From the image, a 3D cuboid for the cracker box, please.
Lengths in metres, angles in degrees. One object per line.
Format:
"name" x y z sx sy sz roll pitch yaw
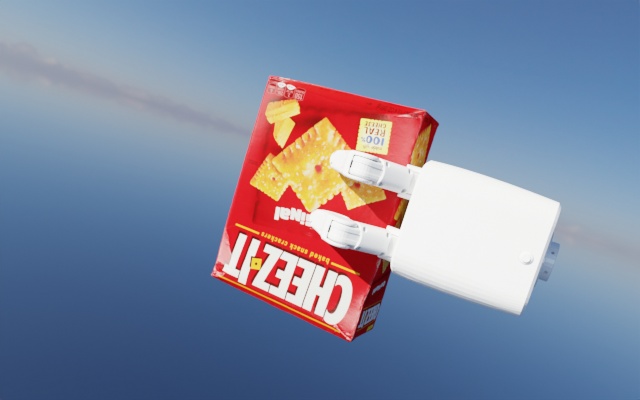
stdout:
"cracker box" 0.000 0.001 0.465 0.164 0.214 0.072 20 6 24
